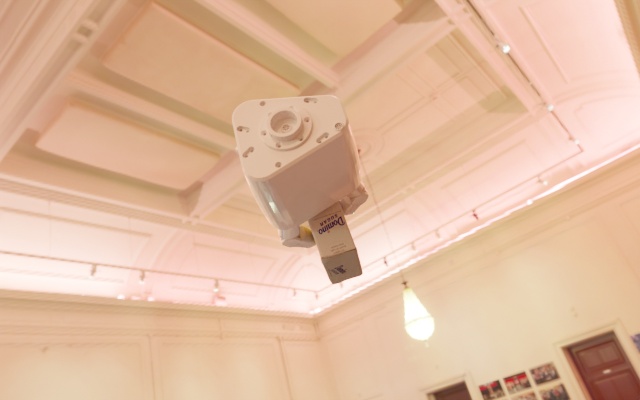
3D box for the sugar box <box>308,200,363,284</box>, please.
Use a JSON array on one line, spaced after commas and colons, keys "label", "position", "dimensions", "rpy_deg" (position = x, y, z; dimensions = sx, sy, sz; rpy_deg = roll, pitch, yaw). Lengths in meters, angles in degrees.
[{"label": "sugar box", "position": [0.000, 0.002, 0.565], "dimensions": [0.048, 0.176, 0.093], "rpy_deg": [-17, -28, 1]}]
